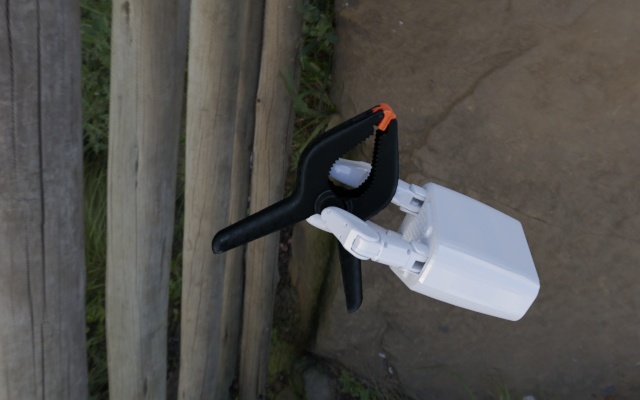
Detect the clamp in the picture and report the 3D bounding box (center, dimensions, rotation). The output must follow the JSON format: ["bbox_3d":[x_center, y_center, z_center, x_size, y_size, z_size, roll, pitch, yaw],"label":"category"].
[{"bbox_3d":[0.001,0.001,0.447,0.164,0.210,0.036,19,22,-11],"label":"clamp"}]
